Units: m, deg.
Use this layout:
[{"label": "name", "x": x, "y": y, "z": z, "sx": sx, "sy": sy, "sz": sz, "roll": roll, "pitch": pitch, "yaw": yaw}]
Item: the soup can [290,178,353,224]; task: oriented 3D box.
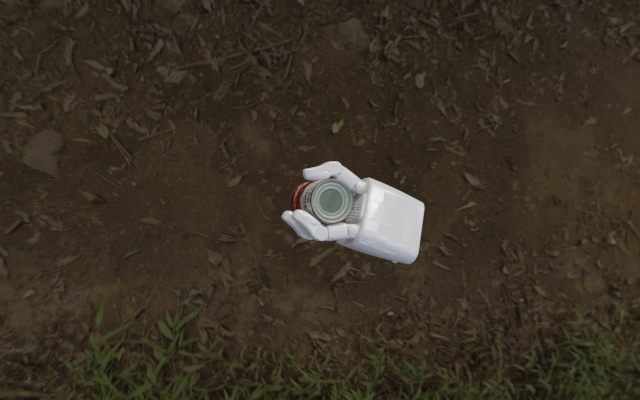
[{"label": "soup can", "x": 0.000, "y": 0.002, "z": 0.733, "sx": 0.068, "sy": 0.068, "sz": 0.102, "roll": 0, "pitch": -1, "yaw": -20}]
